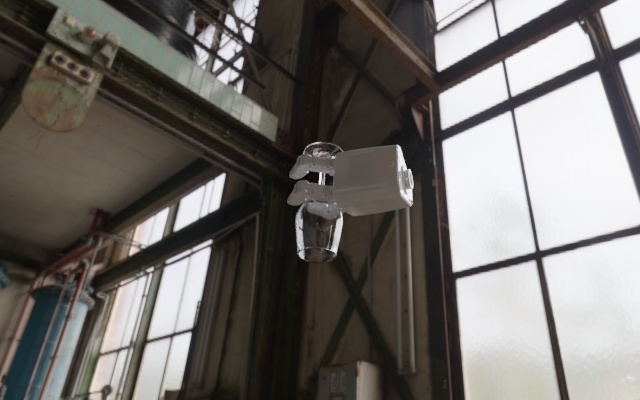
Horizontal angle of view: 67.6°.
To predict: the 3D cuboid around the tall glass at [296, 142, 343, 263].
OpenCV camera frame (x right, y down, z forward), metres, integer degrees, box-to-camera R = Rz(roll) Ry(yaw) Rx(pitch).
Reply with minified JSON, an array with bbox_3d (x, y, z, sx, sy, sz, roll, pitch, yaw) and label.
[{"bbox_3d":[0.000,0.002,0.813,0.079,0.201,0.079,3,-30,2],"label":"tall glass"}]
